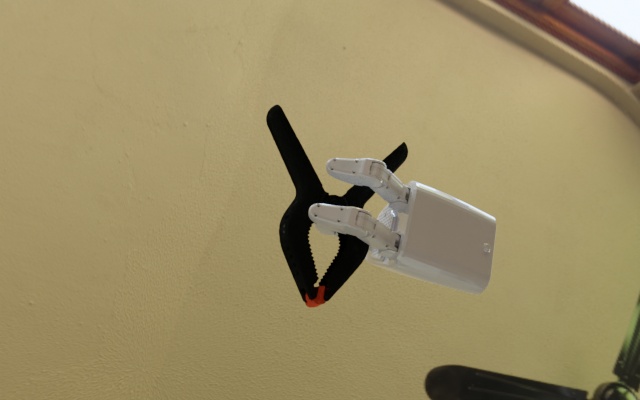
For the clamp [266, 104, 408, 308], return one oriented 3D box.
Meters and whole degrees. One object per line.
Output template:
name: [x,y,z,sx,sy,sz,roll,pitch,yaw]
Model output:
clamp: [0.000,0.002,0.496,0.164,0.210,0.036,20,-24,-10]
